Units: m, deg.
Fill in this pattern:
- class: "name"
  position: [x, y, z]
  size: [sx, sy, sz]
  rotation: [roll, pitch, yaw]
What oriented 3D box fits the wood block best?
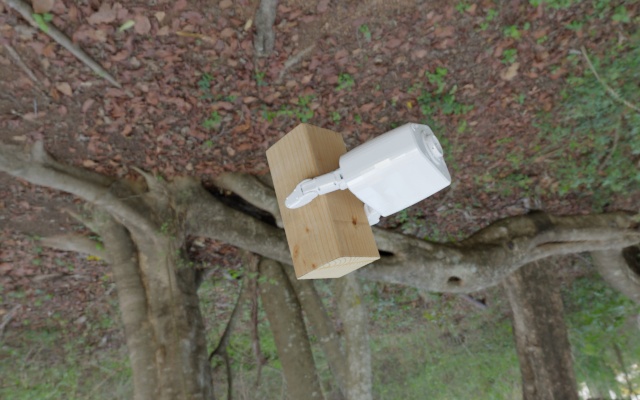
- class: "wood block"
  position: [0.000, 0.002, 0.705]
  size: [0.091, 0.206, 0.090]
  rotation: [8, -31, -46]
